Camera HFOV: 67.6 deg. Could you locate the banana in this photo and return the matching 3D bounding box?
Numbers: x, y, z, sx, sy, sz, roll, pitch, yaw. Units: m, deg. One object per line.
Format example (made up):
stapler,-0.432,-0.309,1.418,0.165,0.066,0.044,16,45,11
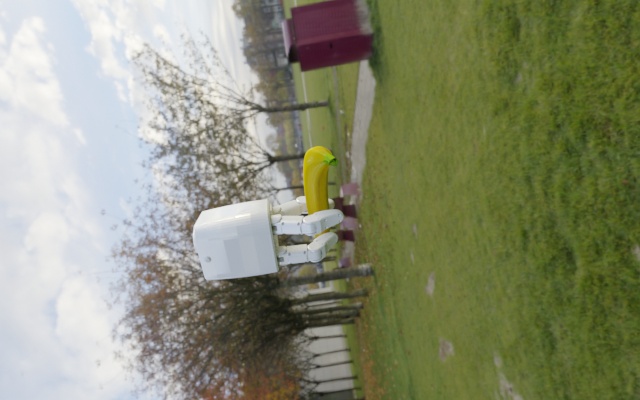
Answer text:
banana,-0.003,-0.015,0.686,0.037,0.069,0.198,-9,-35,-7
